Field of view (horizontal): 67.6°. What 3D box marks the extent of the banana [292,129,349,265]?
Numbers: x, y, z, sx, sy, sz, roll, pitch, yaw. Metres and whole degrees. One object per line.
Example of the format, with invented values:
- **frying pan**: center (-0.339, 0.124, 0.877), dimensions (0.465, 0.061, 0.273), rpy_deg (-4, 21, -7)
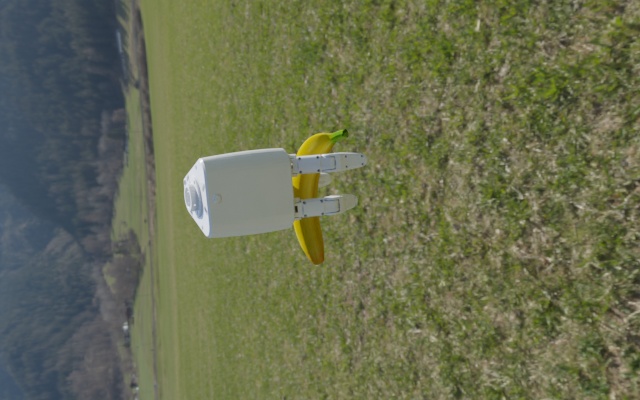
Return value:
- **banana**: center (-0.012, -0.008, 0.647), dimensions (0.037, 0.198, 0.069), rpy_deg (-14, 32, -42)
